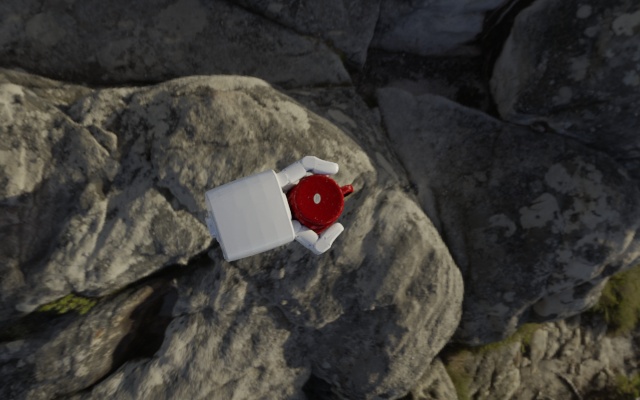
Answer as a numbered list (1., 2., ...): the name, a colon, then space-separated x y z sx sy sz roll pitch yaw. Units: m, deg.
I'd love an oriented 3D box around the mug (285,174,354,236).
1. mug: 0.002 0.002 0.759 0.117 0.093 0.081 -20 -7 -16
